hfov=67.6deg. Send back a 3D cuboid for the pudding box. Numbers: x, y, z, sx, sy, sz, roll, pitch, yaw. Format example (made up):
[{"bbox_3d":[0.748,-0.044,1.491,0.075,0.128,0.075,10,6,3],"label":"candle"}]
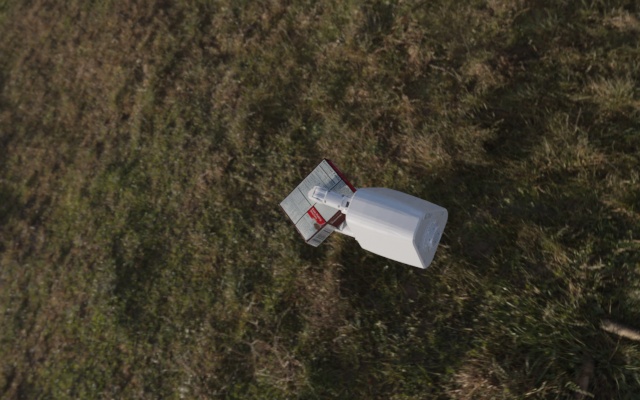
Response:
[{"bbox_3d":[0.000,0.002,0.760,0.113,0.090,0.039,-44,-30,10],"label":"pudding box"}]
